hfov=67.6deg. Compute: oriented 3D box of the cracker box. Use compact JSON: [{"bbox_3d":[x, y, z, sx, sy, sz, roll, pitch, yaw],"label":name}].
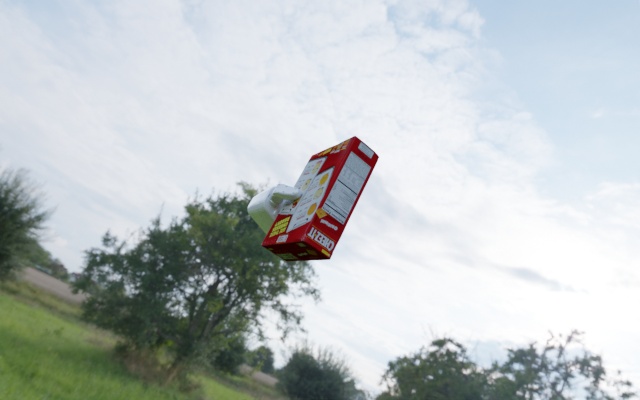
[{"bbox_3d":[0.000,0.003,0.857,0.072,0.213,0.164,35,-23,-21],"label":"cracker box"}]
